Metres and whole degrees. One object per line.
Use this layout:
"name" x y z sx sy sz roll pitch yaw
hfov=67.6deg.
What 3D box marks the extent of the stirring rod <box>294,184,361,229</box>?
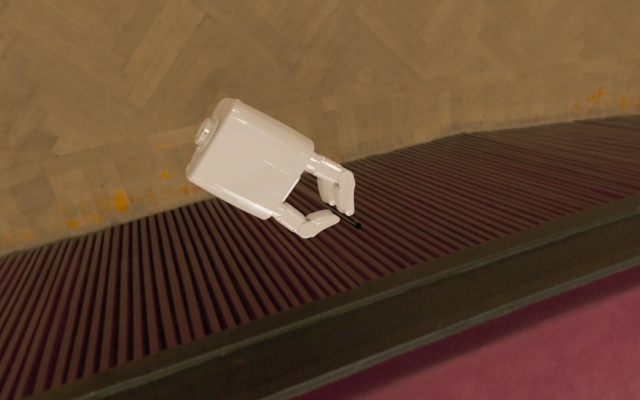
"stirring rod" 0.000 0.002 0.653 0.011 0.011 0.239 0 13 -22
